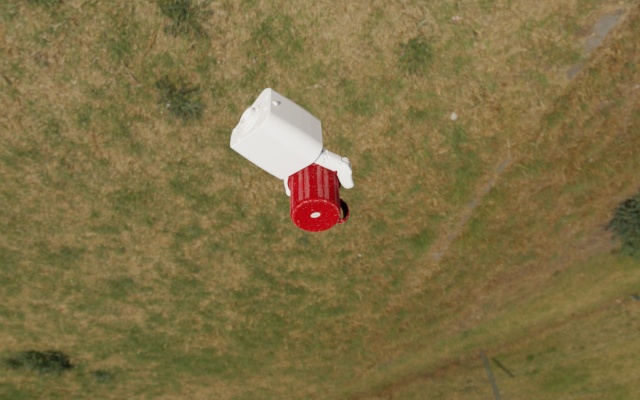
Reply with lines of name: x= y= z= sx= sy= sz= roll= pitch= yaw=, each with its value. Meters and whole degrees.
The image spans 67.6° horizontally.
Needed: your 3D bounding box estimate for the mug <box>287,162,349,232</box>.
mug: x=0.001 y=0.003 z=0.797 sx=0.117 sy=0.081 sz=0.093 roll=29 pitch=-52 yaw=-29
